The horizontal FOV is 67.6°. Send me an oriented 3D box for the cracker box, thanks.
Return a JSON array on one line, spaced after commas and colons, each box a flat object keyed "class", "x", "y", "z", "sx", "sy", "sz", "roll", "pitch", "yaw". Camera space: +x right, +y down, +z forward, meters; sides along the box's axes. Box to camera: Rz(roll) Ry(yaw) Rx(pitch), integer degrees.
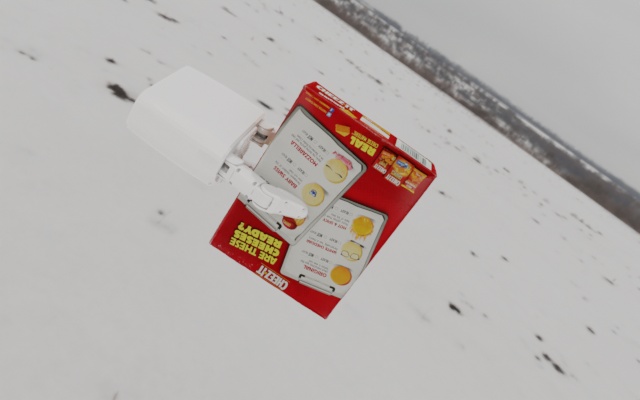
[{"class": "cracker box", "x": 0.000, "y": 0.002, "z": 0.540, "sx": 0.164, "sy": 0.214, "sz": 0.072, "roll": 34, "pitch": 21, "yaw": -1}]
